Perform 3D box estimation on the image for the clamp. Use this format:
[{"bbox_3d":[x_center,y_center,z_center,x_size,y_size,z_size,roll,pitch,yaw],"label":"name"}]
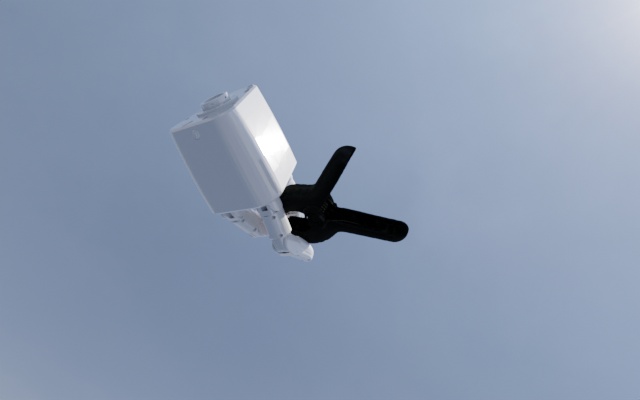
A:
[{"bbox_3d":[0.000,0.001,0.522,0.171,0.120,0.039,-9,28,34],"label":"clamp"}]
